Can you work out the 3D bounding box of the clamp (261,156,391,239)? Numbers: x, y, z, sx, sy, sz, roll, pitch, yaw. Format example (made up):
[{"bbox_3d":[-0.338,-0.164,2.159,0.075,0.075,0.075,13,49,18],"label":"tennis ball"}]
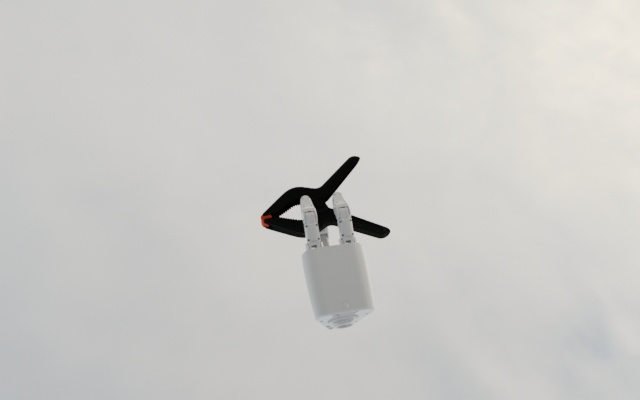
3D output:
[{"bbox_3d":[0.000,0.003,0.820,0.210,0.164,0.036,-8,-29,-8],"label":"clamp"}]
